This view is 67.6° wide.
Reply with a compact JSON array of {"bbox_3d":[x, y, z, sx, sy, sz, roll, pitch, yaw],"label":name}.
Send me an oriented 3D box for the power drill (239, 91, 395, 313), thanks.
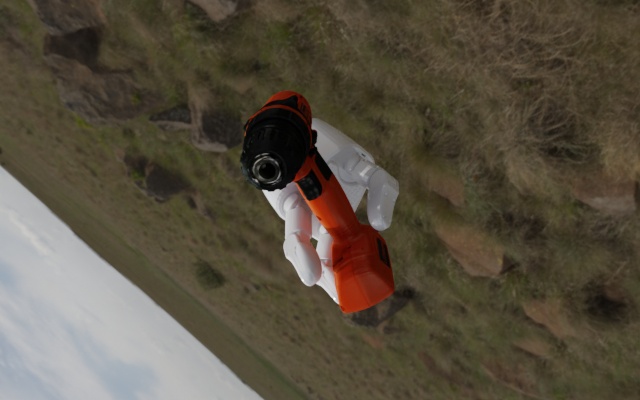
[{"bbox_3d":[0.000,0.002,0.409,0.057,0.188,0.184,-24,20,12],"label":"power drill"}]
